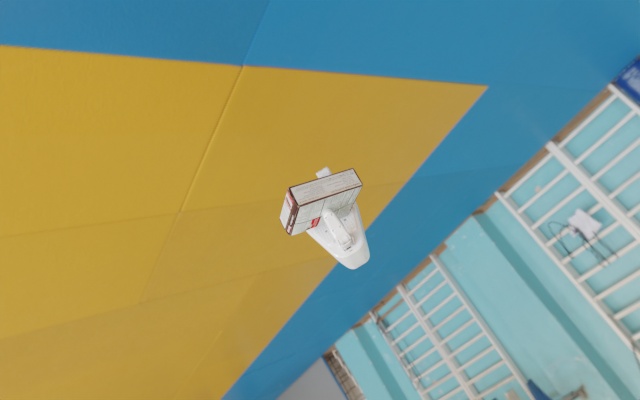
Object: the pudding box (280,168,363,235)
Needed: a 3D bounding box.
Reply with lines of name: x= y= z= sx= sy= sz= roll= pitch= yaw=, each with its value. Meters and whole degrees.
pudding box: x=0.000 y=0.003 z=0.721 sx=0.113 sy=0.039 sz=0.090 roll=-20 pitch=-26 yaw=-25
